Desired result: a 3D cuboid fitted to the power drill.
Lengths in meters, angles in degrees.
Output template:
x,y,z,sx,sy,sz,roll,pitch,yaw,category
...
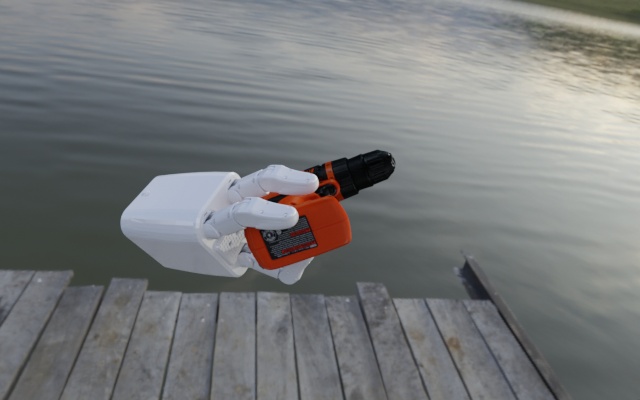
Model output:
x,y,z,sx,sy,sz,roll,pitch,yaw,category
0.000,0.002,0.543,0.184,0.057,0.187,-21,13,12,power drill
